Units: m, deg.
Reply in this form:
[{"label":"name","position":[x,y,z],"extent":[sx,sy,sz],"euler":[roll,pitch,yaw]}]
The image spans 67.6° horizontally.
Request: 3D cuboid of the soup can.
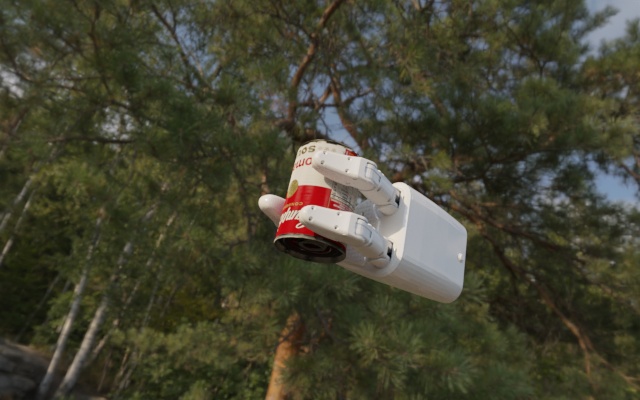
[{"label":"soup can","position":[0.000,0.001,0.461],"extent":[0.068,0.102,0.068],"euler":[11,-23,5]}]
